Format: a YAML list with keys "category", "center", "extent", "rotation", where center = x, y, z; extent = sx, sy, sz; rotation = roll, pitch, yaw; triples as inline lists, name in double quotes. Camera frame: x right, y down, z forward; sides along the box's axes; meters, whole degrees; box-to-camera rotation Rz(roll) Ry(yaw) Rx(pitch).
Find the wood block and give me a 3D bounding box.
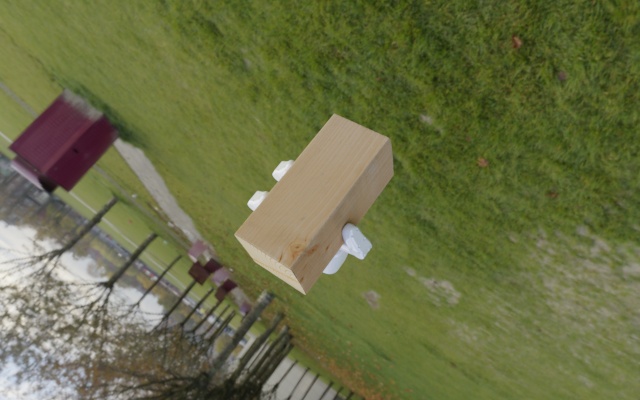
- category: "wood block"
  center: [0.000, 0.002, 0.612]
  extent: [0.091, 0.206, 0.090]
  rotation: [29, -20, 24]
